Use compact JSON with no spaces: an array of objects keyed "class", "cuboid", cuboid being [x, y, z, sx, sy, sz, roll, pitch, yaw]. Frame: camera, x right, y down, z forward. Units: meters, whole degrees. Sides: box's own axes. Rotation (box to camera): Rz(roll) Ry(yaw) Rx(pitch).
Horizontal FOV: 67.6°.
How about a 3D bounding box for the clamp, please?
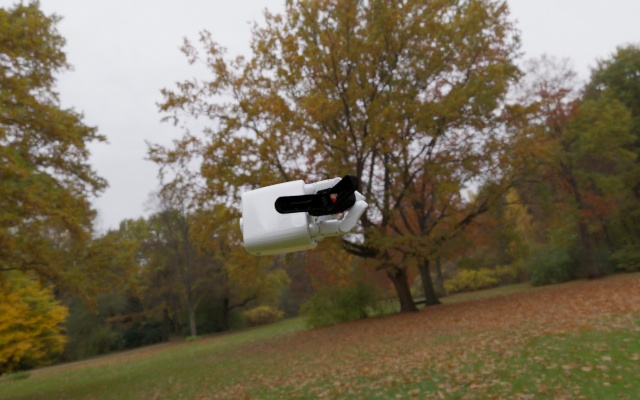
[{"class":"clamp","cuboid":[0.000,0.002,0.711,0.120,0.039,0.171,-10,-12,4]}]
